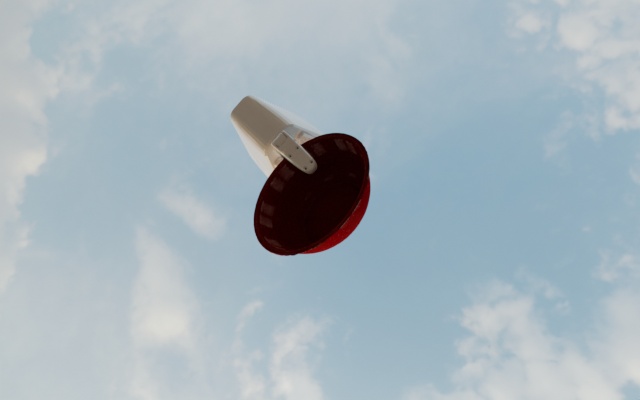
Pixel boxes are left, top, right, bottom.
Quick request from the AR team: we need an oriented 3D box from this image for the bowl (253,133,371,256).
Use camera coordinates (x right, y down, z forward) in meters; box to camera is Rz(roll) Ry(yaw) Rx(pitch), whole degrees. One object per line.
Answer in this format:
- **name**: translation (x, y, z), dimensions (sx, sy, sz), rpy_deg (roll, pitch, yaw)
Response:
- **bowl**: translation (0.001, 0.003, 0.554), dimensions (0.162, 0.162, 0.055), rpy_deg (0, -31, 42)
